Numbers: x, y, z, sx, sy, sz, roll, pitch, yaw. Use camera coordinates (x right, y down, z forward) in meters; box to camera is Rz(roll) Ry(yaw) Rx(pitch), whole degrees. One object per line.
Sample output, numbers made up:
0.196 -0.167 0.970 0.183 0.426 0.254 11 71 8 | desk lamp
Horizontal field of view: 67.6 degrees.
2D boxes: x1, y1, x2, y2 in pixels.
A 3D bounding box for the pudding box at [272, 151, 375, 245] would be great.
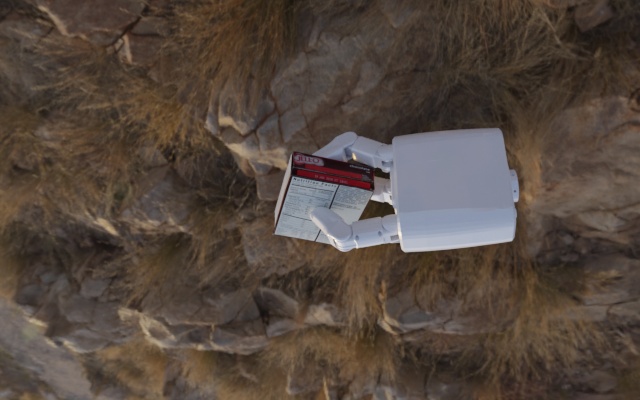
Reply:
0.000 0.002 0.525 0.090 0.039 0.114 12 -41 -9 | pudding box
